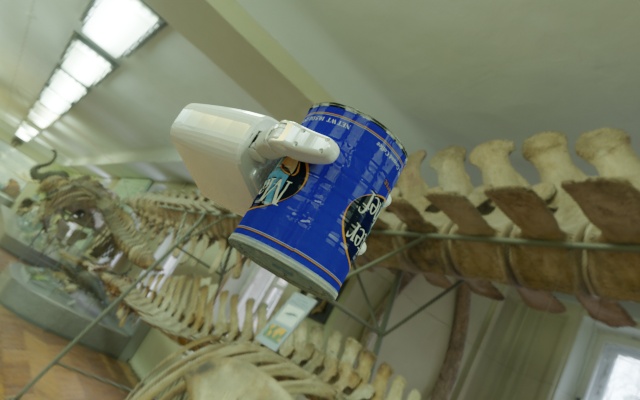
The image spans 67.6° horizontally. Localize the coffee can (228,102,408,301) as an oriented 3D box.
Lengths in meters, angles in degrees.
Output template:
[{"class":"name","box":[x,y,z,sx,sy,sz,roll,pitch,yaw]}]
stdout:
[{"class":"coffee can","box":[0.000,0.002,0.418,0.103,0.140,0.103,28,-16,9]}]
